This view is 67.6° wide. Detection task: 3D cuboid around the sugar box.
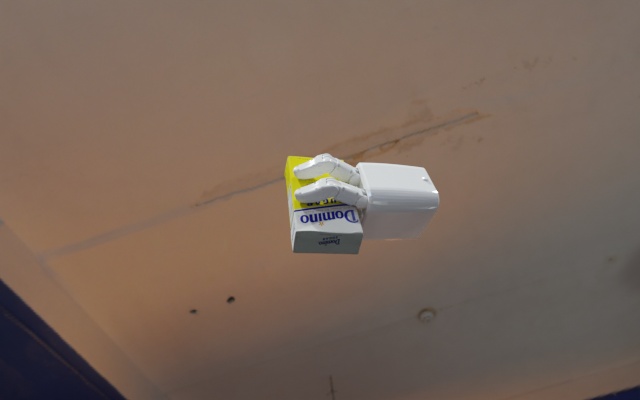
[{"bbox_3d":[0.000,0.002,0.695,0.093,0.048,0.176,2,36,-11],"label":"sugar box"}]
